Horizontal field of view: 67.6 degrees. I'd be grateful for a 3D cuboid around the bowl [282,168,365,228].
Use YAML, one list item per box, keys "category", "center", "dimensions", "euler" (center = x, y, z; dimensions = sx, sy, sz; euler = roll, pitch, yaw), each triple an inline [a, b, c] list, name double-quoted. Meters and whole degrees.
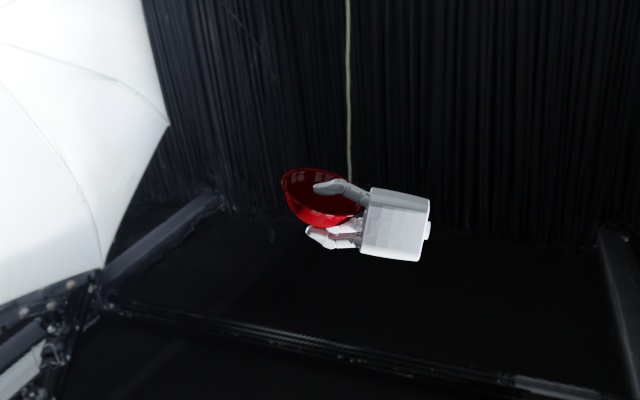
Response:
- category: "bowl"
  center: [-0.001, 0.003, 0.889]
  dimensions: [0.162, 0.055, 0.162]
  euler: [14, 30, -9]
